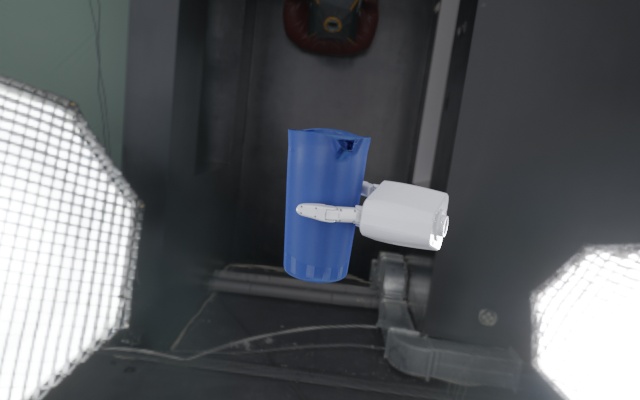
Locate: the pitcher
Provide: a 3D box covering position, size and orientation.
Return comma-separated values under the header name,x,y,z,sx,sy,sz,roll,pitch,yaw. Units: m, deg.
name,x,y,z,sx,sy,sz,roll,pitch,yaw
pitcher,0.000,0.003,0.793,0.145,0.243,0.149,10,10,23
